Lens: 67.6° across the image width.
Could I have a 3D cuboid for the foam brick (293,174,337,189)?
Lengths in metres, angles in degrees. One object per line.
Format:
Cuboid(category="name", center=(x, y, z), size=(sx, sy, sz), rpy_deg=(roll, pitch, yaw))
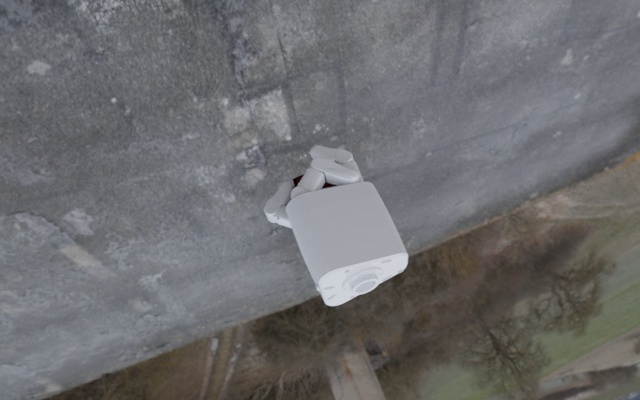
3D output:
Cuboid(category="foam brick", center=(0.000, 0.002, 0.638), size=(0.053, 0.051, 0.078), rpy_deg=(-22, -33, -5))
